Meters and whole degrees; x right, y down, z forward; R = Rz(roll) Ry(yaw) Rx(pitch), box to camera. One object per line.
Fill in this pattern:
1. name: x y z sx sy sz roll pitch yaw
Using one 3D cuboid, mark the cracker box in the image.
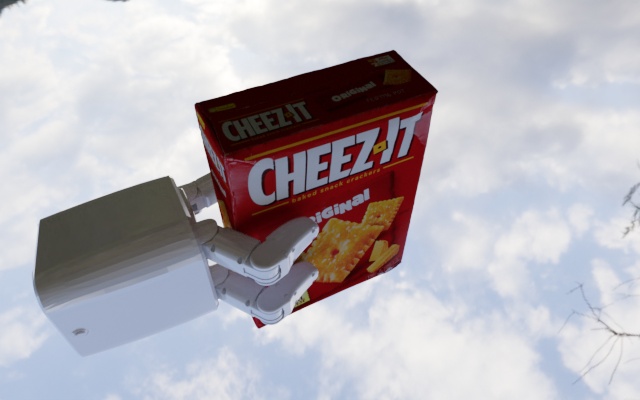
1. cracker box: 0.000 0.001 0.405 0.164 0.214 0.072 -20 51 -18
